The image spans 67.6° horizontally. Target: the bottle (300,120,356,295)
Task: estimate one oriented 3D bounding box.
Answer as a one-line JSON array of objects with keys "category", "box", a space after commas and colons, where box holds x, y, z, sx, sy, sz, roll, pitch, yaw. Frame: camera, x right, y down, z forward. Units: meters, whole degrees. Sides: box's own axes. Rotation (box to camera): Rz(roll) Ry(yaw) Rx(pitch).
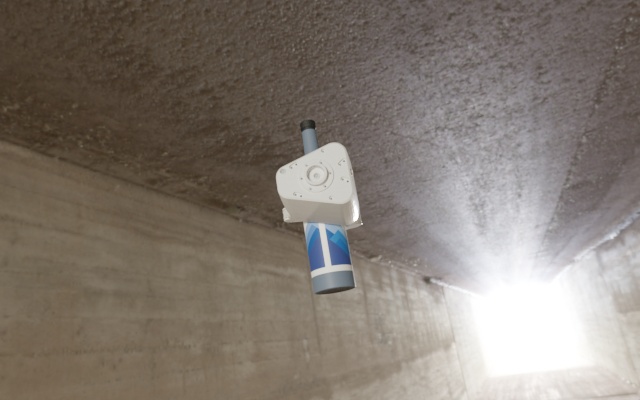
[{"category": "bottle", "box": [0.000, 0.003, 0.791, 0.069, 0.295, 0.069, -9, -18, -3]}]
